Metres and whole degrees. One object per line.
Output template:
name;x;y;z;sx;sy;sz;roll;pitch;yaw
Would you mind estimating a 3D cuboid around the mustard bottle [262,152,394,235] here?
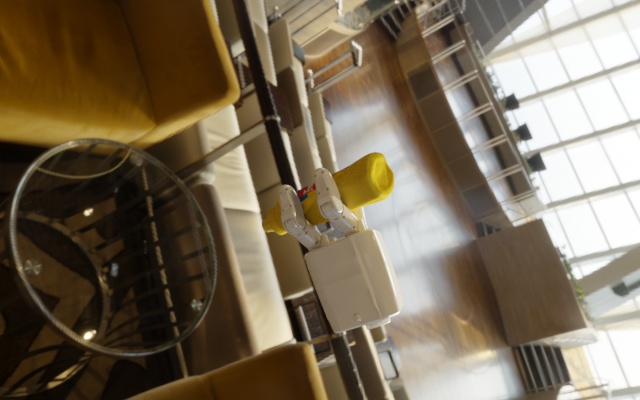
mustard bottle;0.000;0.002;0.633;0.192;0.058;0.096;-25;13;27
